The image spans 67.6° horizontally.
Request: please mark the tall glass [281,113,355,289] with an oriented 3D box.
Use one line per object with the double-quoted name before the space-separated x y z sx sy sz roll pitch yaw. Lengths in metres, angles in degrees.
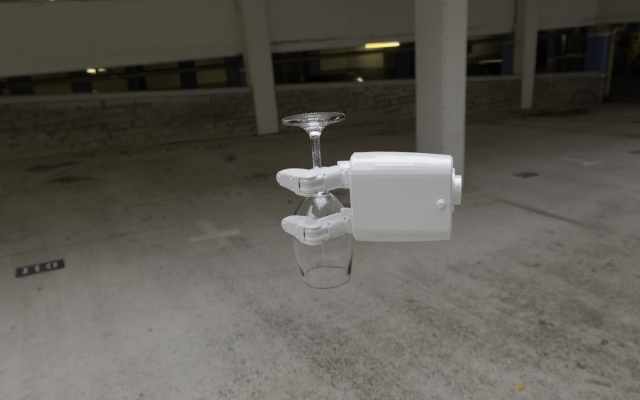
"tall glass" 0.000 0.001 0.566 0.079 0.201 0.079 -4 19 1
